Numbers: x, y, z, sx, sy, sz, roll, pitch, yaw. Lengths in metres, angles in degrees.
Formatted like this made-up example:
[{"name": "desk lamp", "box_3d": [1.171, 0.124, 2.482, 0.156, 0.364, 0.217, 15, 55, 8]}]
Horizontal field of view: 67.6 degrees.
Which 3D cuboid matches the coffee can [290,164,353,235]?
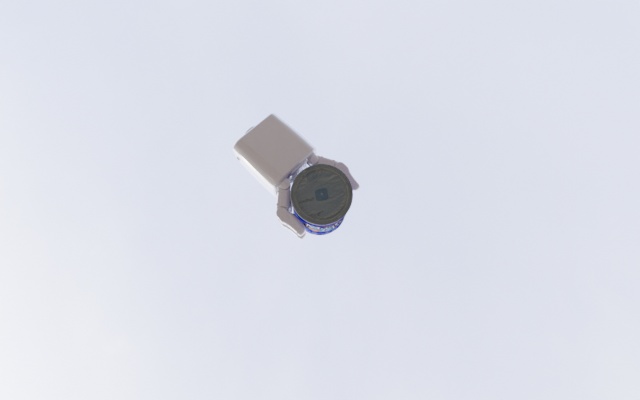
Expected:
[{"name": "coffee can", "box_3d": [0.000, 0.003, 0.846, 0.103, 0.102, 0.140, 0, -11, -2]}]
